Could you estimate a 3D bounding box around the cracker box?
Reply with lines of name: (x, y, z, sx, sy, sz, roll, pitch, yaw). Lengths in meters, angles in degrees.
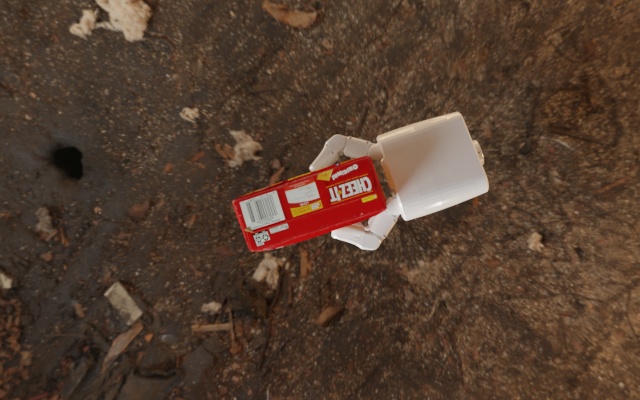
cracker box: (0.000, 0.002, 0.625, 0.164, 0.072, 0.213, -18, 0, 7)
